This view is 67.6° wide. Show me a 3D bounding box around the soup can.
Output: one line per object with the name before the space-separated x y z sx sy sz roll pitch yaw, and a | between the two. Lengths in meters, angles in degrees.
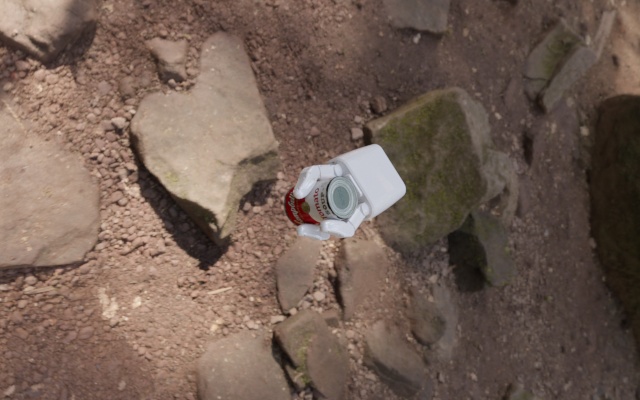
soup can | 0.000 0.002 0.752 0.068 0.068 0.102 0 -8 -43
